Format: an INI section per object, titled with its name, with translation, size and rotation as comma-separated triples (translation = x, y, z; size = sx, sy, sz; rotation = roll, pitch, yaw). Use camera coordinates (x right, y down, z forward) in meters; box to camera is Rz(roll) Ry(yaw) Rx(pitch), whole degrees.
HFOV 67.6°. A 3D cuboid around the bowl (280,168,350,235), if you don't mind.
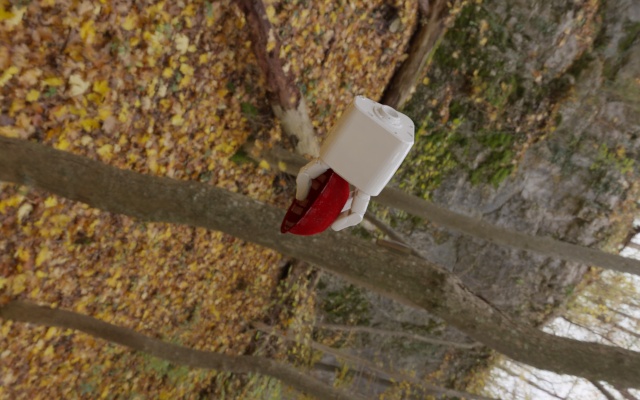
[bowl]
translation = 0.000, 0.004, 0.810
size = 0.055, 0.162, 0.162
rotation = 36, -9, -13
